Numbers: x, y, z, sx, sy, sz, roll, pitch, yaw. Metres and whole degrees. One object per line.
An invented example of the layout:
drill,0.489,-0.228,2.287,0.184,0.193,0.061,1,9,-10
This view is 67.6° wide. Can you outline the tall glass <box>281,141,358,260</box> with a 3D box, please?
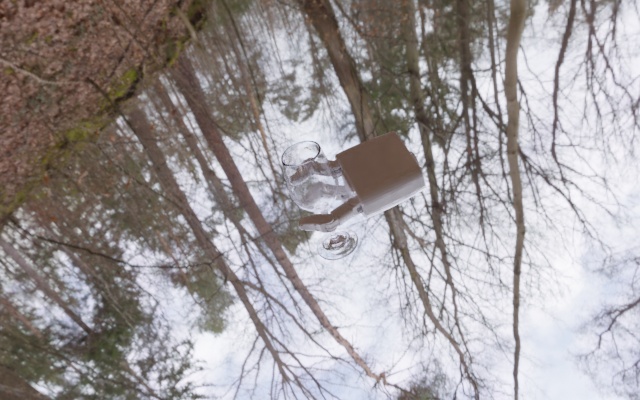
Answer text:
tall glass,0.000,0.003,0.763,0.079,0.201,0.079,-14,39,11
